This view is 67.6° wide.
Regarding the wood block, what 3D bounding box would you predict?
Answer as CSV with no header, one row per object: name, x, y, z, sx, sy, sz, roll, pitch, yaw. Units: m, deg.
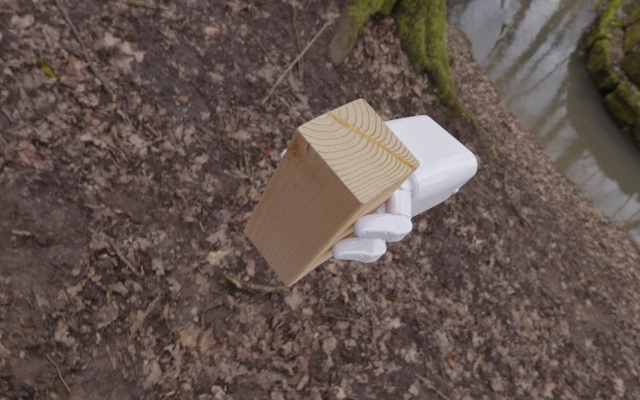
wood block,0.000,0.001,0.511,0.090,0.091,0.206,-32,-13,-35
